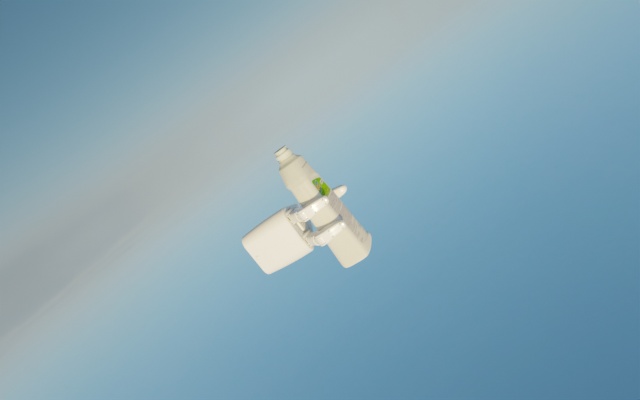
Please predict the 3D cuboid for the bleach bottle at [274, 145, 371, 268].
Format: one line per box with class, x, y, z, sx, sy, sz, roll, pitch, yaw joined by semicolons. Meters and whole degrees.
bleach bottle;0.000;0.003;0.898;0.068;0.251;0.102;-33;13;17
